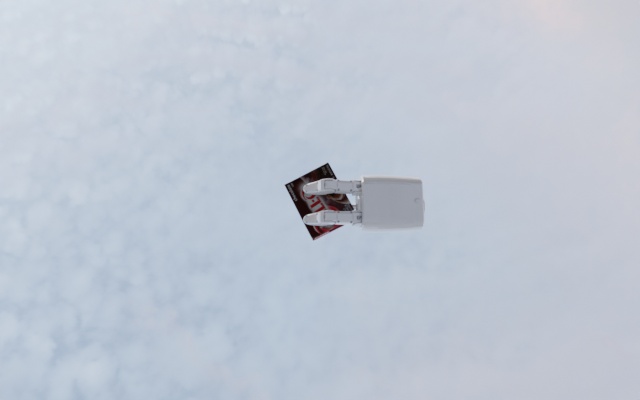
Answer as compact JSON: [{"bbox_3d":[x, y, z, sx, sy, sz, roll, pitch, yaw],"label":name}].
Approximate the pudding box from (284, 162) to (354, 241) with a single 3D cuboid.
[{"bbox_3d":[0.000,0.003,0.856,0.090,0.113,0.039,-27,-12,-6],"label":"pudding box"}]
